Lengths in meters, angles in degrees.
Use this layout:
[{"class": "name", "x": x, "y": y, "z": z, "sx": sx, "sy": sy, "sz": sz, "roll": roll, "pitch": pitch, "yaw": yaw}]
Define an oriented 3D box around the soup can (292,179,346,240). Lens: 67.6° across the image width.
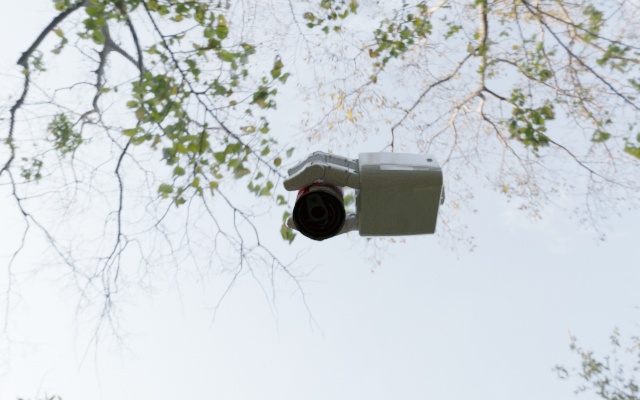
[{"class": "soup can", "x": 0.000, "y": 0.002, "z": 0.648, "sx": 0.068, "sy": 0.068, "sz": 0.102, "roll": 0, "pitch": 20, "yaw": 2}]
